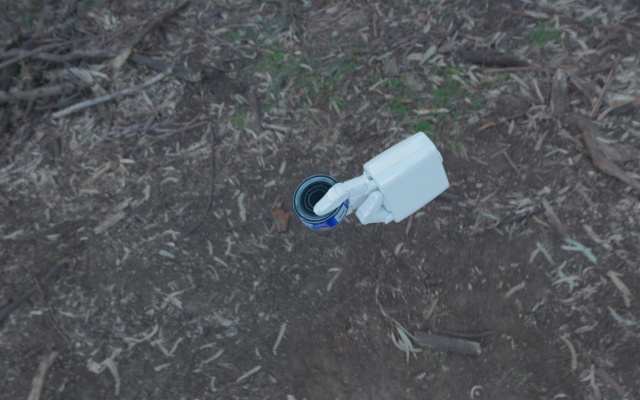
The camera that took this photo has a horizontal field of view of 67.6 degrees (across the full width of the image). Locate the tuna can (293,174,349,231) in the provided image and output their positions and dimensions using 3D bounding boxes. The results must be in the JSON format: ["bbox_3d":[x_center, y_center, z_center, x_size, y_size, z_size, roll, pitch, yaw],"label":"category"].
[{"bbox_3d":[0.000,0.002,0.759,0.086,0.086,0.034,0,-22,19],"label":"tuna can"}]
